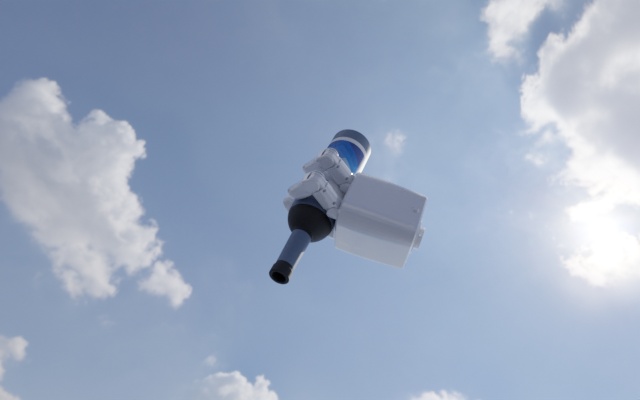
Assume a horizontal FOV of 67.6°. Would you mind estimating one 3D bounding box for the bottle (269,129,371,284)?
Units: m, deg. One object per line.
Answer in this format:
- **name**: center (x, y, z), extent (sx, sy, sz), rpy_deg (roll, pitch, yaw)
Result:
- **bottle**: center (0.000, 0.002, 0.688), extent (0.069, 0.069, 0.295), rpy_deg (0, 39, 27)
